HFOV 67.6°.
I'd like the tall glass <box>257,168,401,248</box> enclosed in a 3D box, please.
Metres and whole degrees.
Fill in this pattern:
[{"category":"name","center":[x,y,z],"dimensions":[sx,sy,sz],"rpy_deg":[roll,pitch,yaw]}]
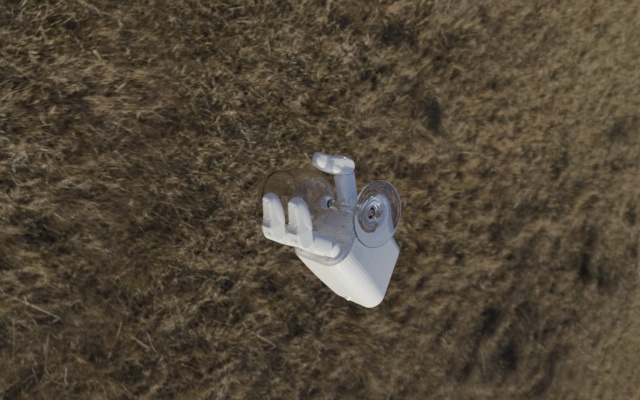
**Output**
[{"category":"tall glass","center":[0.000,0.002,0.591],"dimensions":[0.079,0.079,0.201],"rpy_deg":[0,8,-40]}]
